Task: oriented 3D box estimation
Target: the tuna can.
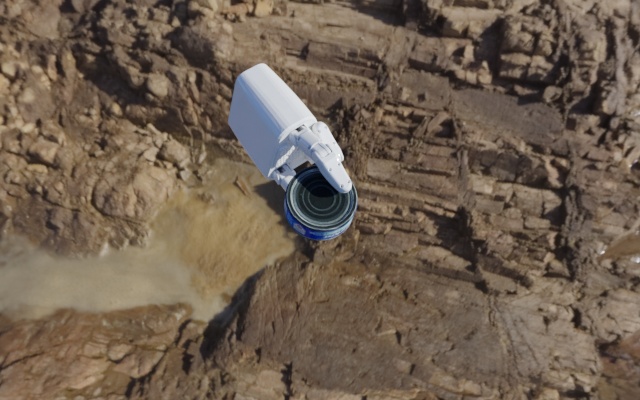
[{"bbox_3d":[0.000,0.002,0.562,0.086,0.086,0.034,0,-23,-7],"label":"tuna can"}]
